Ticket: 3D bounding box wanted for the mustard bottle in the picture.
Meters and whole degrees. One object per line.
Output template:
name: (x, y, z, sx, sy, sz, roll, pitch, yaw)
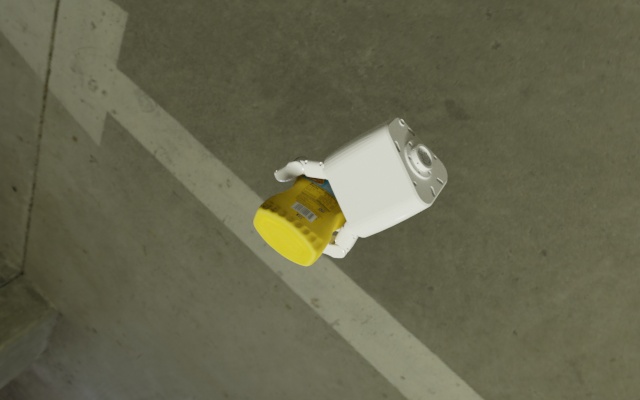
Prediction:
mustard bottle: (0.000, 0.002, 0.655, 0.096, 0.058, 0.191, 36, 42, 9)
